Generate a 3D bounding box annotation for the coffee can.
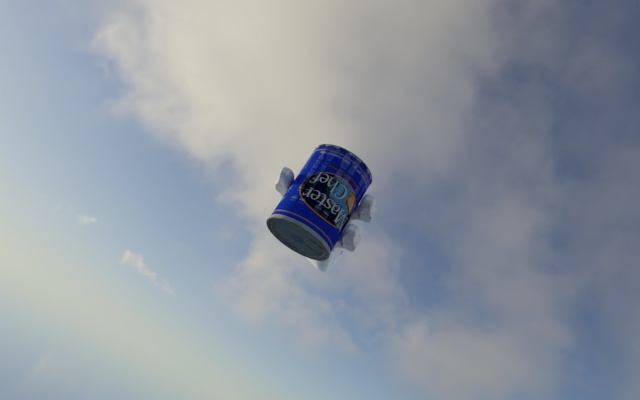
[{"bbox_3d":[0.000,0.002,0.703,0.103,0.140,0.103,26,-25,13],"label":"coffee can"}]
